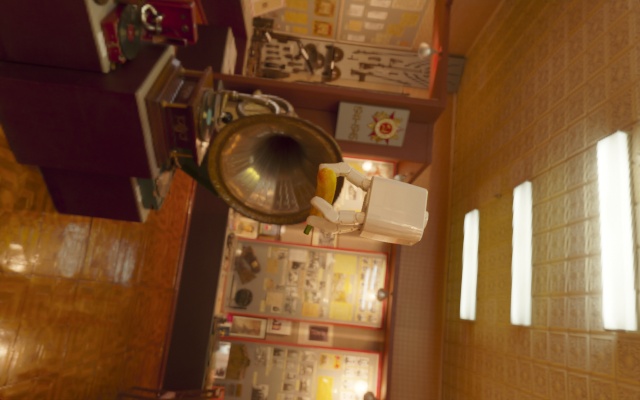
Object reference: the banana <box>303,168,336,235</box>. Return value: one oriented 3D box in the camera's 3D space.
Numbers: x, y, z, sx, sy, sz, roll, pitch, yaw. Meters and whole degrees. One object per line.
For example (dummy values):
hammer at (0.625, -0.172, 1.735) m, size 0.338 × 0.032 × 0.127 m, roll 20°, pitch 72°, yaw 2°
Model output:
banana at (0.005, -0.009, 0.905) m, size 0.037 × 0.069 × 0.198 m, roll 19°, pitch -38°, yaw 4°
